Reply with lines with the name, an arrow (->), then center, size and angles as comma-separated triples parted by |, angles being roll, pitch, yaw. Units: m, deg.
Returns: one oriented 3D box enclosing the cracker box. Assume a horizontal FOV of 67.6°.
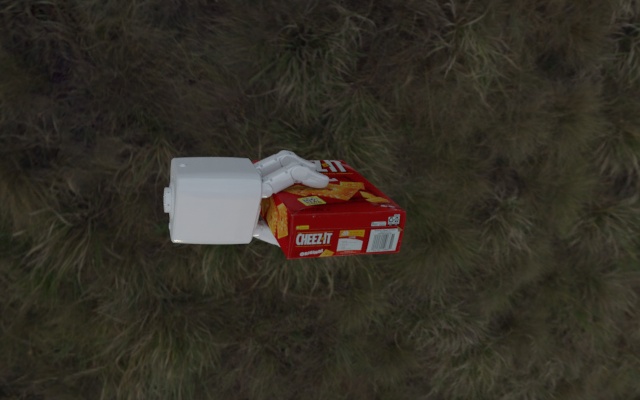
cracker box -> 0.000, 0.003, 0.696 | 0.164, 0.072, 0.213 | -1, 24, -22
